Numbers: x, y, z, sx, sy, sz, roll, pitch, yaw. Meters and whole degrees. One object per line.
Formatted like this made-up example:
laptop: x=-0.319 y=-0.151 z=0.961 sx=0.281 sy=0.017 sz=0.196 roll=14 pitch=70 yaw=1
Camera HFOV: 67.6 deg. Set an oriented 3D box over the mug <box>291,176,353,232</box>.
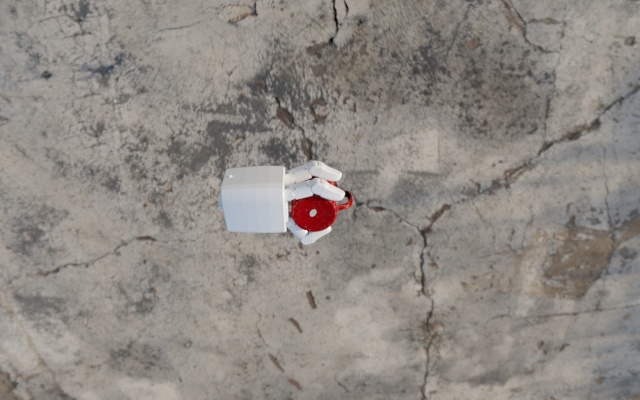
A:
mug: x=0.002 y=0.003 z=0.860 sx=0.117 sy=0.093 sz=0.081 roll=-2 pitch=32 yaw=-1
